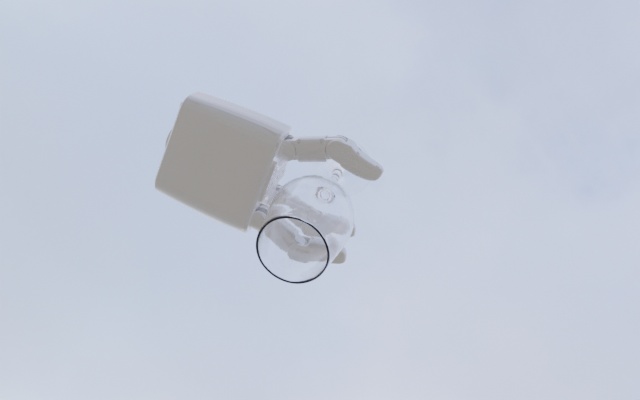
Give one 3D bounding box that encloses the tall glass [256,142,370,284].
[{"bbox_3d":[0.000,0.001,0.469,0.079,0.079,0.201,0,23,14],"label":"tall glass"}]
